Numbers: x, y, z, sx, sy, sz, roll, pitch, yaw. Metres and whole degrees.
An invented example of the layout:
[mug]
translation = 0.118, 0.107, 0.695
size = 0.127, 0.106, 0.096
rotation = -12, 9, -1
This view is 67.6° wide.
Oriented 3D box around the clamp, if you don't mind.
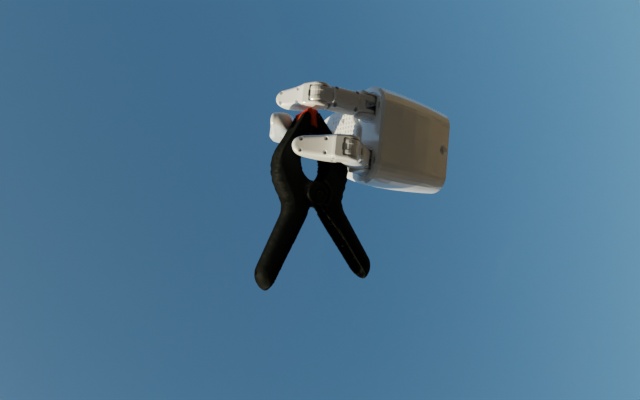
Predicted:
[clamp]
translation = 0.000, 0.001, 0.458
size = 0.120, 0.171, 0.039
rotation = 10, -7, -36
